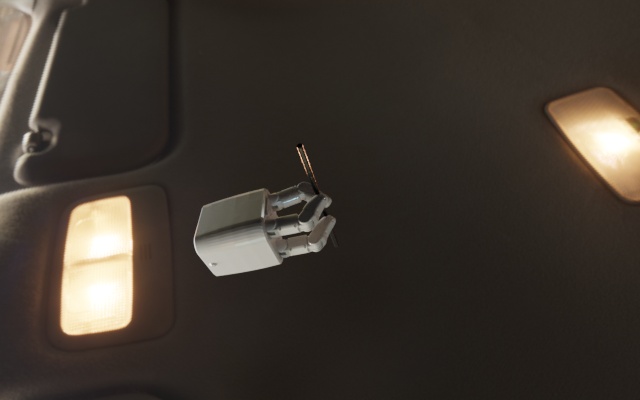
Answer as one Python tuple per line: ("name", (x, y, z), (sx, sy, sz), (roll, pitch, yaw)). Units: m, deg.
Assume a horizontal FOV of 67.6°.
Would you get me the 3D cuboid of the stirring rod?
("stirring rod", (0.000, 0.002, 0.704), (0.011, 0.011, 0.240), (0, -37, 16))
